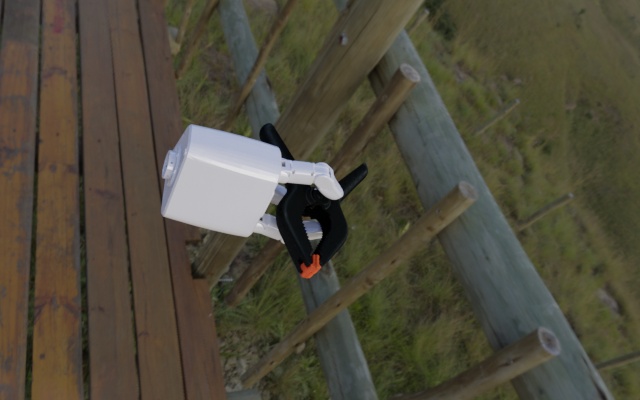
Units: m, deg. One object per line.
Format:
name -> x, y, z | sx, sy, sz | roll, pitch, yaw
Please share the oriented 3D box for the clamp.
clamp -> 0.000, 0.002, 0.607 | 0.164, 0.209, 0.036 | 14, -40, -25
